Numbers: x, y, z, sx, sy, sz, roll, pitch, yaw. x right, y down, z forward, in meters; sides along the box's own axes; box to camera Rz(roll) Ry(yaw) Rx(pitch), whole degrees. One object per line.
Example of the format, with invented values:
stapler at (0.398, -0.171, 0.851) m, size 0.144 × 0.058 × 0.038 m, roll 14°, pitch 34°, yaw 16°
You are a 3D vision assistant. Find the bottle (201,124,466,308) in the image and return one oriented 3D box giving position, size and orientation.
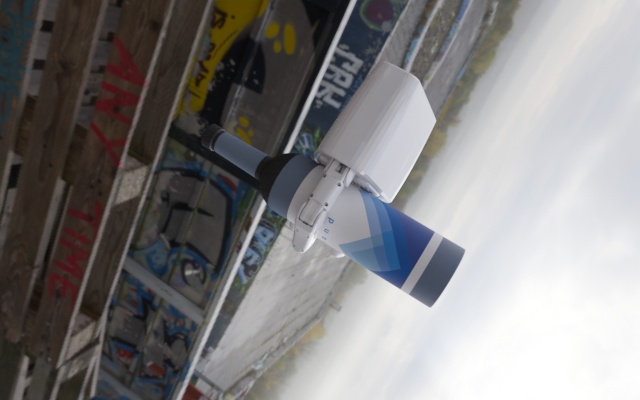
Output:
bottle at (0.000, 0.002, 0.493) m, size 0.295 × 0.069 × 0.069 m, roll 31°, pitch 7°, yaw 13°
